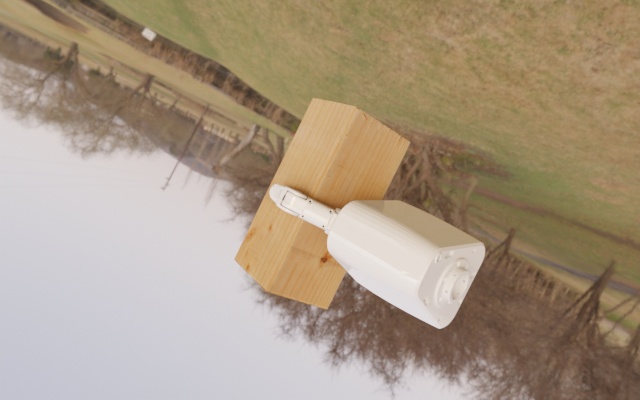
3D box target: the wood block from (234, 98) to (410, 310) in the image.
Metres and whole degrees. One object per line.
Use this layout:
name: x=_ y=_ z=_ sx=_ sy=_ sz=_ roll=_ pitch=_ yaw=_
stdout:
wood block: x=0.000 y=0.002 z=0.534 sx=0.091 sy=0.206 sz=0.090 roll=25 pitch=2 yaw=-36
